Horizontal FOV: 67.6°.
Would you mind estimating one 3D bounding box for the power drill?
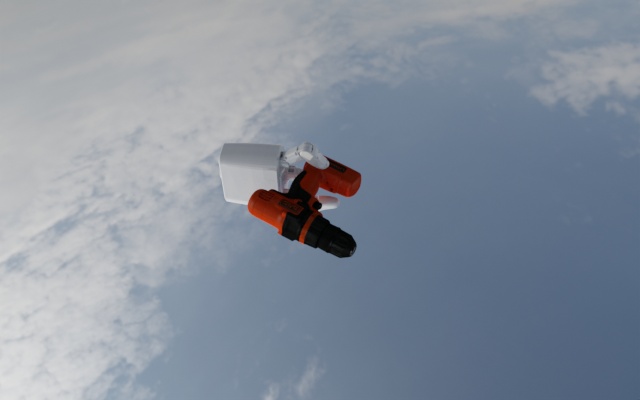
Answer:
[{"bbox_3d":[0.000,0.002,0.788,0.184,0.057,0.187,27,38,11],"label":"power drill"}]
